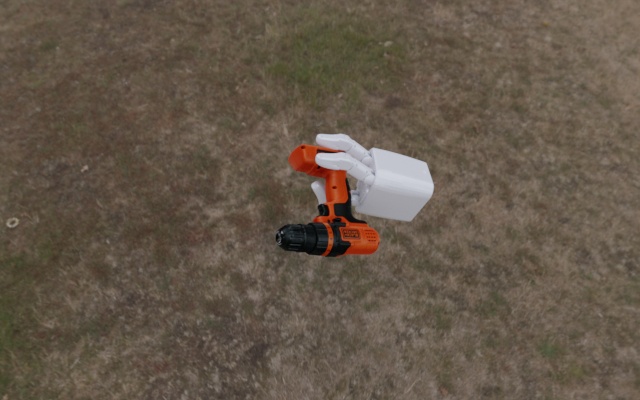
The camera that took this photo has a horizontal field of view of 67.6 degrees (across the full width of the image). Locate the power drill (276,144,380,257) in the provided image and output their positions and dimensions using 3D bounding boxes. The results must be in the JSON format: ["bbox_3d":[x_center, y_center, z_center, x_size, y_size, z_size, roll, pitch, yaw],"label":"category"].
[{"bbox_3d":[0.000,0.002,0.779,0.184,0.187,0.057,7,-30,-34],"label":"power drill"}]
